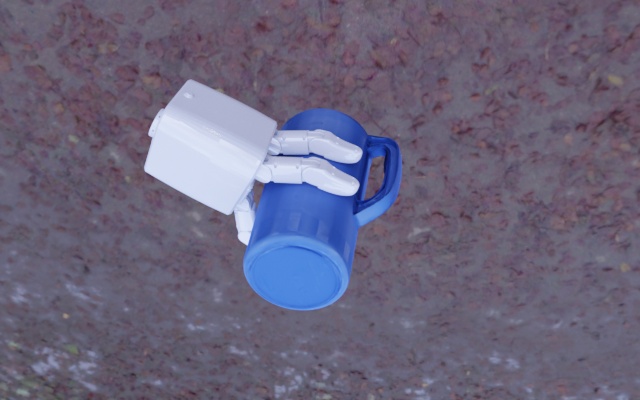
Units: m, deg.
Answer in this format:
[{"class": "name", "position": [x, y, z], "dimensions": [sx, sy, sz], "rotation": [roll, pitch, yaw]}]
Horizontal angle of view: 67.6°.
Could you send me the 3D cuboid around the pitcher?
[{"class": "pitcher", "position": [0.000, 0.002, 0.559], "dimensions": [0.145, 0.149, 0.242], "rotation": [27, 37, -12]}]
